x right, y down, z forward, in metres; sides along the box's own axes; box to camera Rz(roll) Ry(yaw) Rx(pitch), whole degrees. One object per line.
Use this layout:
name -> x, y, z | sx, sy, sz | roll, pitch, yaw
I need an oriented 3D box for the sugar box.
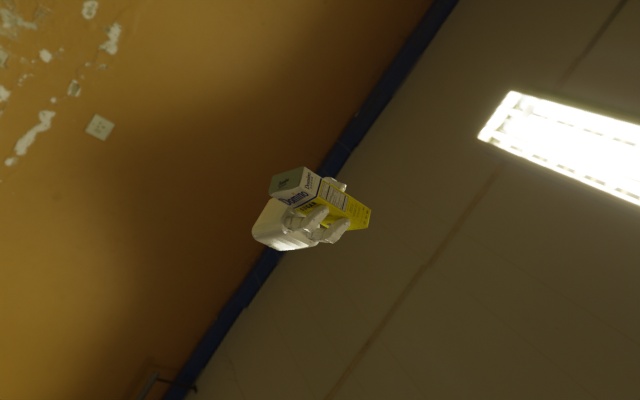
sugar box -> 0.000, 0.003, 0.874 | 0.176, 0.048, 0.093 | 28, -26, -34
